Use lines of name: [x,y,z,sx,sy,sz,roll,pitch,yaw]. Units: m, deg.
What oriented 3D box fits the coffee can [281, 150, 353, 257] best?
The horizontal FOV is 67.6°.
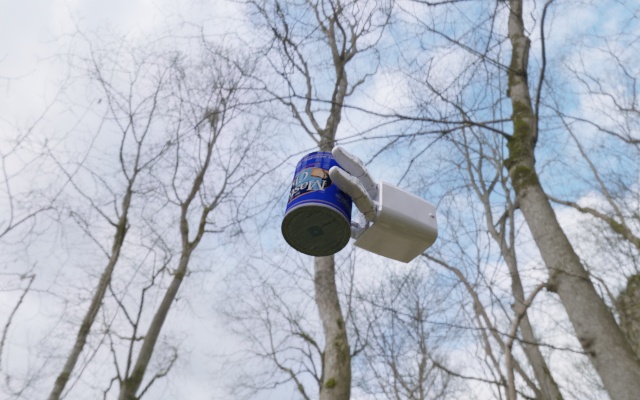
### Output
coffee can: [0.000,0.003,0.746,0.103,0.103,0.140,0,39,8]
